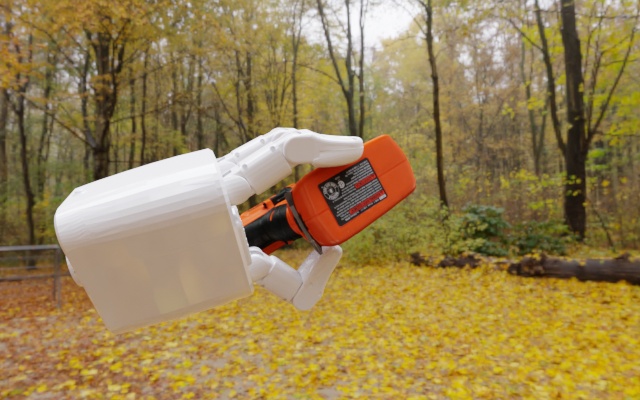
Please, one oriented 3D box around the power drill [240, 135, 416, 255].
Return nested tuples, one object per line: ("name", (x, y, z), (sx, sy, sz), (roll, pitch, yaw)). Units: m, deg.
("power drill", (0.000, 0.001, 0.440), (0.184, 0.057, 0.188), (-33, 4, -30))
